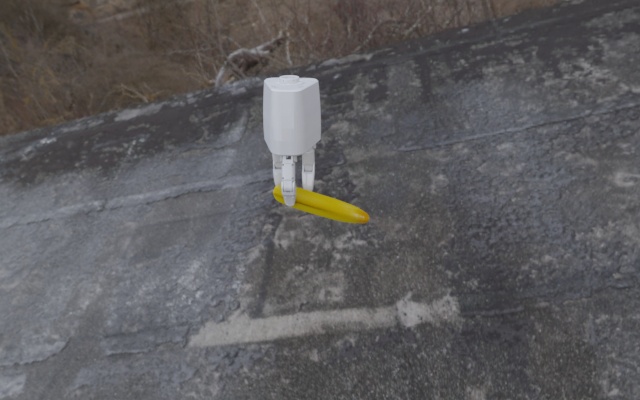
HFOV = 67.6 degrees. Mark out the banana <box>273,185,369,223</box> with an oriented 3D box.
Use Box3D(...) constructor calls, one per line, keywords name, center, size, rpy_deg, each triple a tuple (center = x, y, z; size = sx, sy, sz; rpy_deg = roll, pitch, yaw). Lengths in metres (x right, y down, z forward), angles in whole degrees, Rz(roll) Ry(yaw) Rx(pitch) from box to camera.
Box3D(name="banana", center=(-0.011, 0.003, 0.851), size=(0.198, 0.037, 0.069), rpy_deg=(17, 10, 24))
